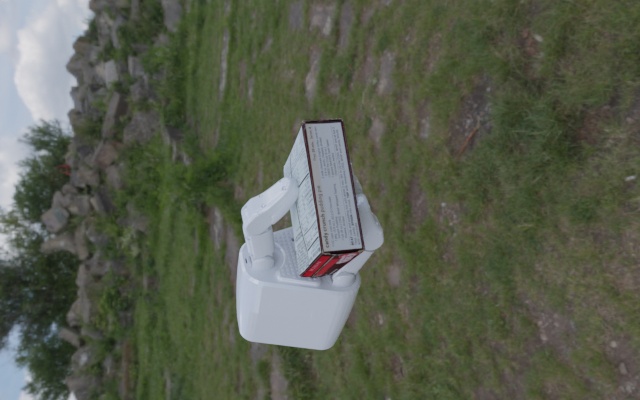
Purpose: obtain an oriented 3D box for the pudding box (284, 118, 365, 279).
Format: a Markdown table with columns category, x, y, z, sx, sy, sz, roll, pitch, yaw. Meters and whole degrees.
| category | x | y | z | sx | sy | sz | roll | pitch | yaw |
| --- | --- | --- | --- | --- | --- | --- | --- | --- | --- |
| pudding box | 0.000 | 0.001 | 0.401 | 0.039 | 0.113 | 0.090 | -5 | -18 | -17 |
